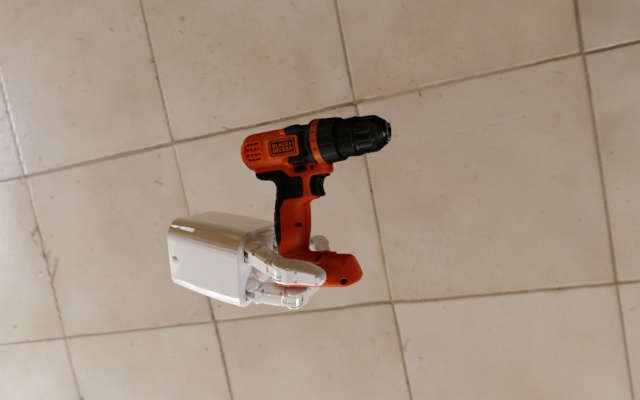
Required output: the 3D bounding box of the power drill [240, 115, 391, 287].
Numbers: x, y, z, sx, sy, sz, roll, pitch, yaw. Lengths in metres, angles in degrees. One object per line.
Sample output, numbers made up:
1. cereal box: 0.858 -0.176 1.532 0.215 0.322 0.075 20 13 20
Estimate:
1. power drill: 0.000 0.002 0.545 0.184 0.187 0.057 -5 2 29
